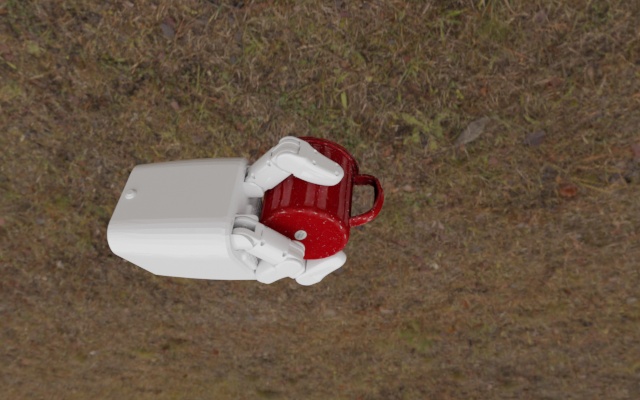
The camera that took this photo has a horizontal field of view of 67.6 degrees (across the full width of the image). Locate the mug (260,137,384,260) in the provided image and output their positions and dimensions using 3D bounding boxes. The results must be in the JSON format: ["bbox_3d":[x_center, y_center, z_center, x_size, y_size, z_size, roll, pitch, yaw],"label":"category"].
[{"bbox_3d":[0.001,0.002,0.443,0.117,0.081,0.093,-1,-39,9],"label":"mug"}]
